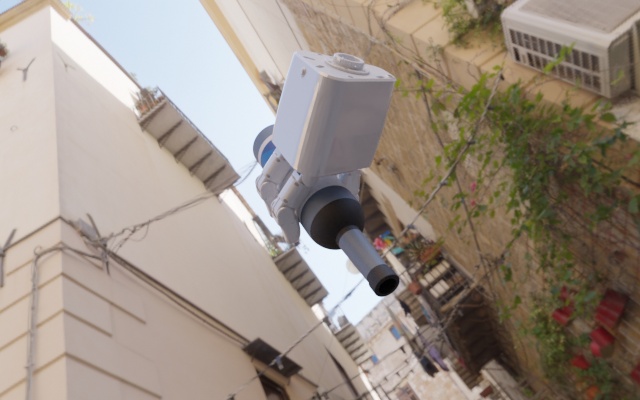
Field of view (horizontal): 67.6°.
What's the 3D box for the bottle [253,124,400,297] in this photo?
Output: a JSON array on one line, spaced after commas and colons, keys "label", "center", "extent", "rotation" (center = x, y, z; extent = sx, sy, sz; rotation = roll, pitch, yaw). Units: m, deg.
[{"label": "bottle", "center": [0.000, 0.002, 0.551], "extent": [0.069, 0.069, 0.295], "rotation": [0, 32, -30]}]
